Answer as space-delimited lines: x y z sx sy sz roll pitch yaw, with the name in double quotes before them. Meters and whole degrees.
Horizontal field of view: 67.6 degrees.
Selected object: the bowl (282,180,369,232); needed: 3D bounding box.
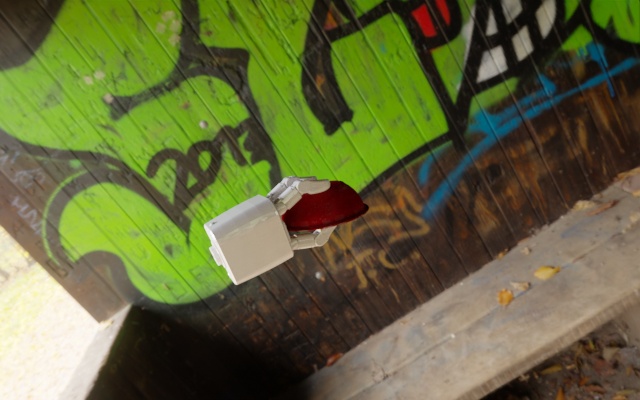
"bowl" 0.001 0.002 0.826 0.162 0.055 0.162 -11 12 2
